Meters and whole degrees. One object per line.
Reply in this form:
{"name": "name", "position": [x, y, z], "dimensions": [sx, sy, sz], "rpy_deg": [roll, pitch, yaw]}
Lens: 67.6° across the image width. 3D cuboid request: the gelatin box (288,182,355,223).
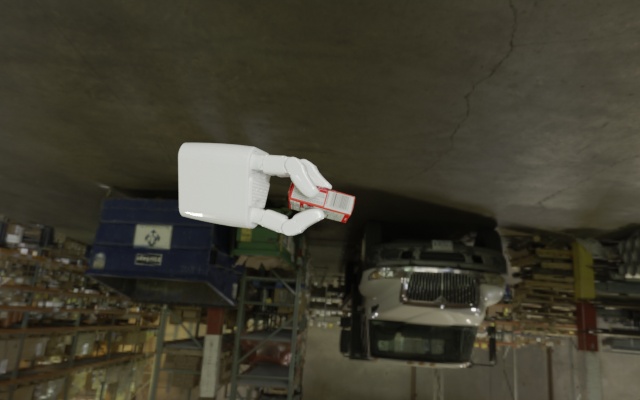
{"name": "gelatin box", "position": [0.000, 0.003, 0.670], "dimensions": [0.089, 0.030, 0.073], "rpy_deg": [15, -11, 1]}
